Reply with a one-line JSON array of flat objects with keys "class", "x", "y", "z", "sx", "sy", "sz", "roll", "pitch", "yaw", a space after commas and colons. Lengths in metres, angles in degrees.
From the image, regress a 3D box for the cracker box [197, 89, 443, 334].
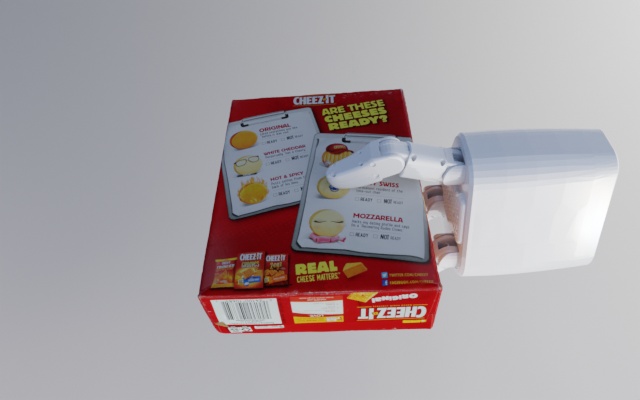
[{"class": "cracker box", "x": 0.000, "y": 0.001, "z": 0.403, "sx": 0.164, "sy": 0.213, "sz": 0.072, "roll": -3, "pitch": -41, "yaw": 2}]
